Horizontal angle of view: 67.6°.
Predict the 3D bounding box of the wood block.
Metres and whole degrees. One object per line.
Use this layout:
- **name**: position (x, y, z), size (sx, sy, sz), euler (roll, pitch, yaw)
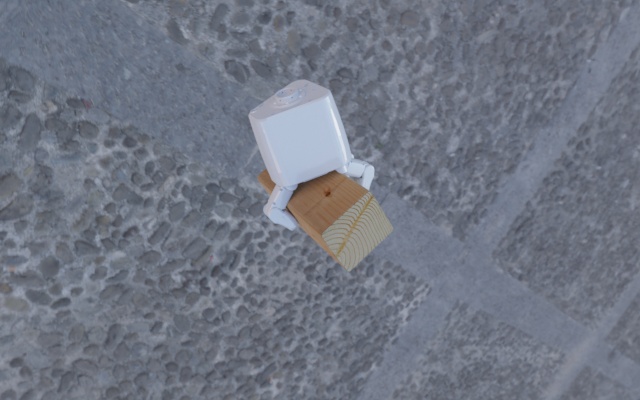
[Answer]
- **wood block**: position (0.000, 0.002, 0.719), size (0.206, 0.091, 0.090), euler (39, -12, 50)
